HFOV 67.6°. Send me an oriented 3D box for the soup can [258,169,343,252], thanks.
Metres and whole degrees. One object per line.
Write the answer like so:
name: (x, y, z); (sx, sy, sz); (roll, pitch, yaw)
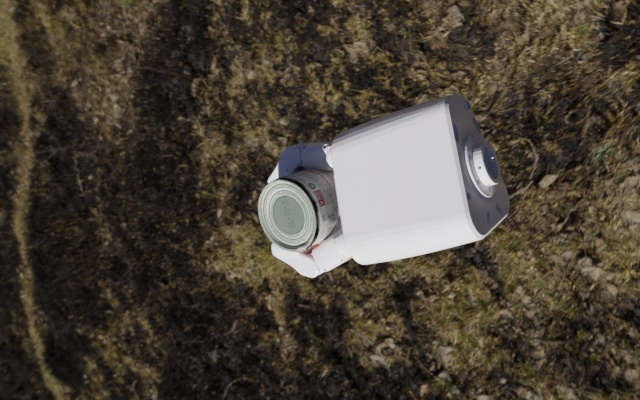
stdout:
soup can: (-0.001, 0.002, 0.446); (0.068, 0.068, 0.102); (0, 14, 37)
